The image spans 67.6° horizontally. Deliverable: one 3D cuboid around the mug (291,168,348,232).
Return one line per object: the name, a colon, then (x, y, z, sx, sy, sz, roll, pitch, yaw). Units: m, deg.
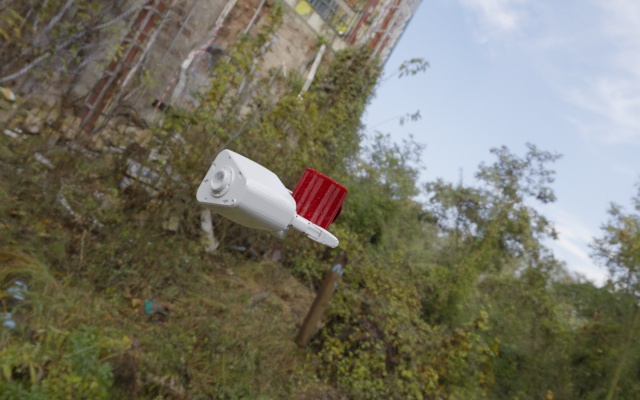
mug: (0.001, 0.003, 0.813, 0.093, 0.081, 0.117, 29, -1, 43)
